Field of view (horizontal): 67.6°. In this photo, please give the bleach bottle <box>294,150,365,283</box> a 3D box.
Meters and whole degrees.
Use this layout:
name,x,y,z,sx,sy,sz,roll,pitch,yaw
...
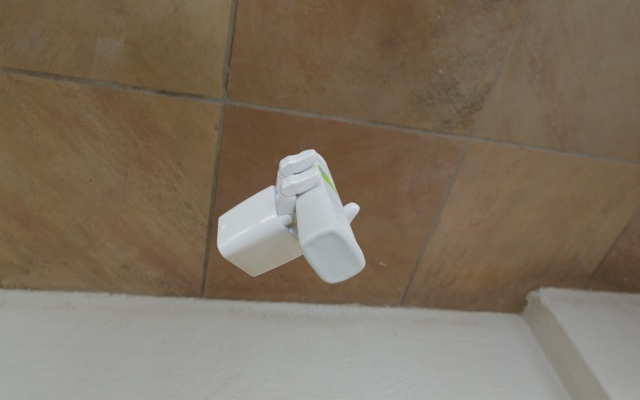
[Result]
name,x,y,z,sx,sy,sz,roll,pitch,yaw
bleach bottle,0.000,0.002,0.727,0.068,0.103,0.250,-27,34,10
